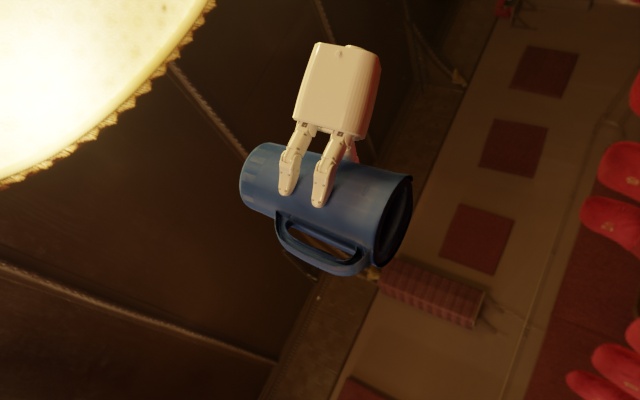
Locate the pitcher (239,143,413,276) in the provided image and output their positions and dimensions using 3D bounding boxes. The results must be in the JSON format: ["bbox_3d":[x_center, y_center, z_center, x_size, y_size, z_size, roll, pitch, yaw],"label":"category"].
[{"bbox_3d":[0.000,0.002,0.689,0.243,0.145,0.149,19,11,26],"label":"pitcher"}]
